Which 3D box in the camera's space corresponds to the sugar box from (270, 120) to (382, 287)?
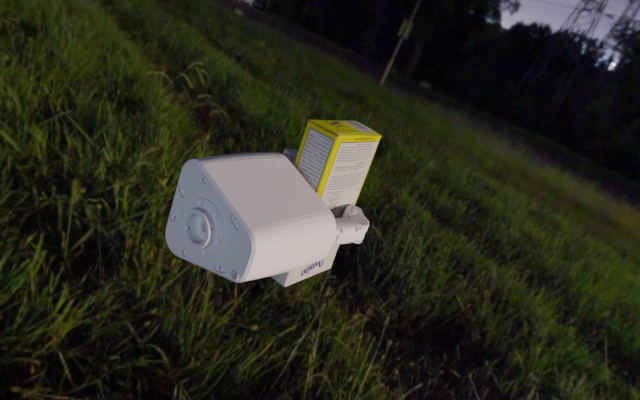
[{"bbox_3d":[0.000,0.001,0.519,0.048,0.176,0.093,34,24,27],"label":"sugar box"}]
